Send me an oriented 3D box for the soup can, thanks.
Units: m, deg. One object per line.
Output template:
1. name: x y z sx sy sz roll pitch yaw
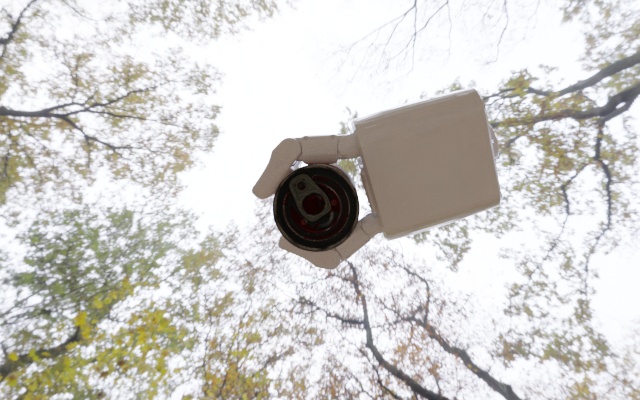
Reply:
1. soup can: 0.000 0.002 0.416 0.068 0.068 0.102 0 6 4
